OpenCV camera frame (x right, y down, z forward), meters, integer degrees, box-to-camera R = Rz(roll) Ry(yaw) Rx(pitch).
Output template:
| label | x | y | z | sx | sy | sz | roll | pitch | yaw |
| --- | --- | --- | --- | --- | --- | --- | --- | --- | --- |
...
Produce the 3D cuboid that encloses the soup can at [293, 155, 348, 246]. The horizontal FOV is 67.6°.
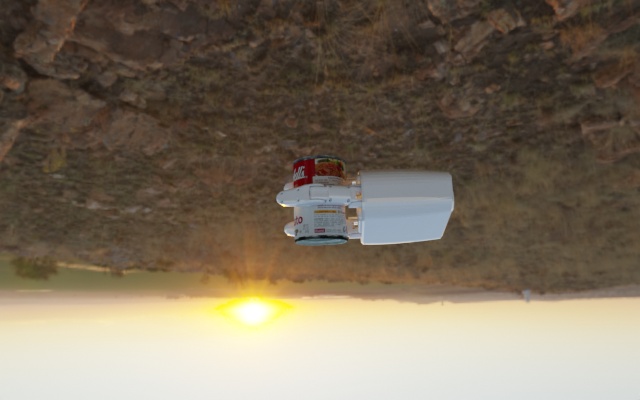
| label | x | y | z | sx | sy | sz | roll | pitch | yaw |
| --- | --- | --- | --- | --- | --- | --- | --- | --- | --- |
| soup can | 0.000 | 0.002 | 0.597 | 0.068 | 0.102 | 0.068 | -2 | -12 | 0 |
